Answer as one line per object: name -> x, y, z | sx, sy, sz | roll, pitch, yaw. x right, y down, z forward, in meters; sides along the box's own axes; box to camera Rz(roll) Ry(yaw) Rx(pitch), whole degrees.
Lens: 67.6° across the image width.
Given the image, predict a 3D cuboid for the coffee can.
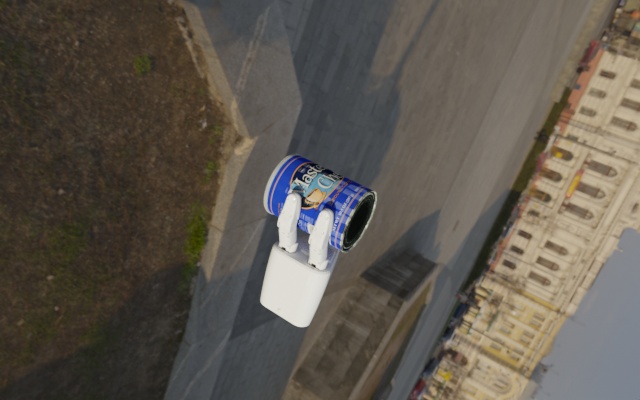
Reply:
coffee can -> 0.000, 0.002, 0.724 | 0.140, 0.103, 0.103 | 27, 10, 21
